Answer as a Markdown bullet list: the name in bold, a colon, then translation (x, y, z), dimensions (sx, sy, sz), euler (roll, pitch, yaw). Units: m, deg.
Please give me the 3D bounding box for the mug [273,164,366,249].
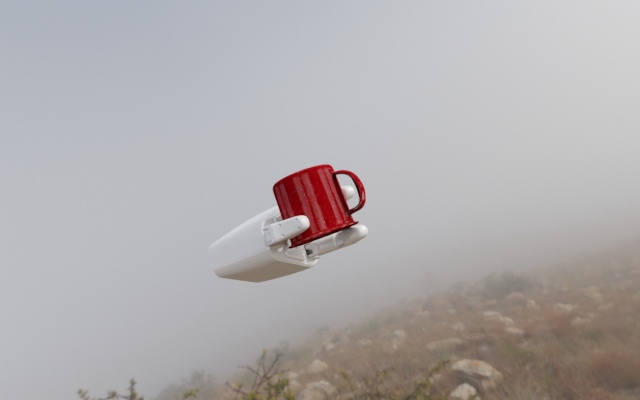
- **mug**: translation (0.001, 0.001, 0.586), dimensions (0.117, 0.081, 0.093), euler (-24, -7, 27)
